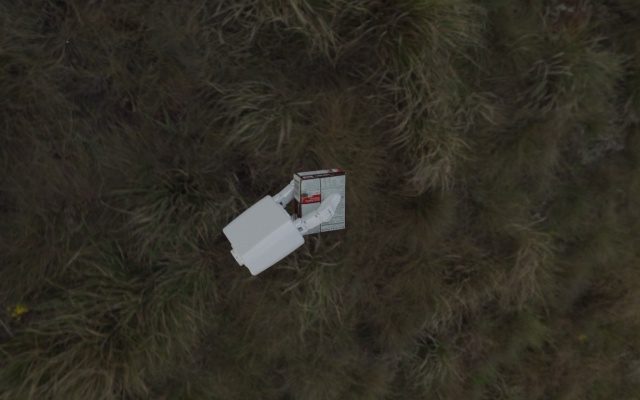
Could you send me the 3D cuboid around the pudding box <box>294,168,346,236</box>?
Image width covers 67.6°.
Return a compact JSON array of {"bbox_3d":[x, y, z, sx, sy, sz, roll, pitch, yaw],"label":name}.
[{"bbox_3d":[0.000,0.003,0.869,0.090,0.113,0.039,-8,23,-20],"label":"pudding box"}]
